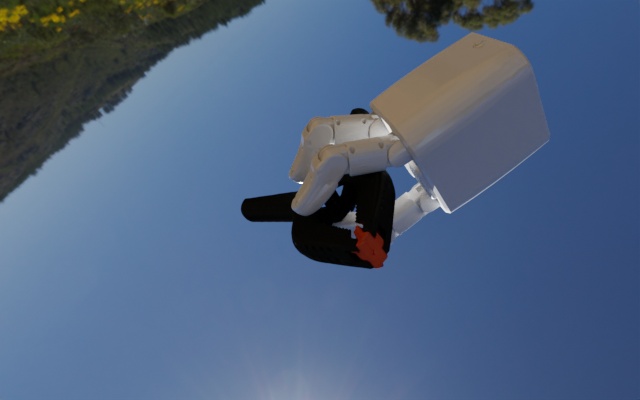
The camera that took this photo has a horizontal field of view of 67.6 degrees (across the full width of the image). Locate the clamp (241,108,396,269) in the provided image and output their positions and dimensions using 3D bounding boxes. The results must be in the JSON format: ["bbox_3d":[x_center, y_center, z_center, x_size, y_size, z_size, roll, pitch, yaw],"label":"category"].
[{"bbox_3d":[0.001,0.002,0.415,0.164,0.036,0.210,-37,28,9],"label":"clamp"}]
